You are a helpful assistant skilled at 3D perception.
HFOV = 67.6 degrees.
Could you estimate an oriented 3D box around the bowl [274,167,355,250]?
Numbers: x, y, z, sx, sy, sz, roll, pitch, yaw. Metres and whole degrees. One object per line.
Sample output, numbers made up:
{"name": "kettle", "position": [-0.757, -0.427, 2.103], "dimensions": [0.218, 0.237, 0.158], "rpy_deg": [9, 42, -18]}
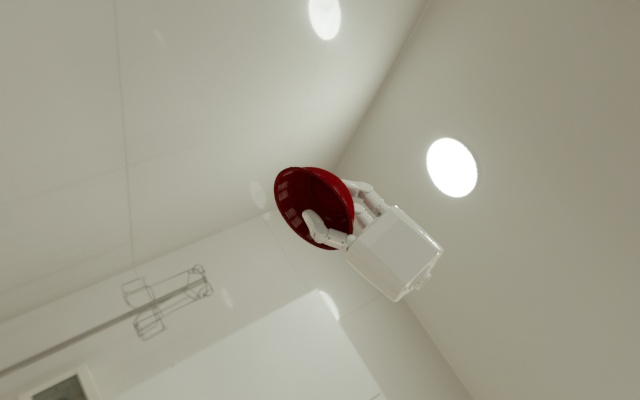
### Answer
{"name": "bowl", "position": [-0.001, 0.001, 0.793], "dimensions": [0.162, 0.162, 0.055], "rpy_deg": [0, 32, 43]}
